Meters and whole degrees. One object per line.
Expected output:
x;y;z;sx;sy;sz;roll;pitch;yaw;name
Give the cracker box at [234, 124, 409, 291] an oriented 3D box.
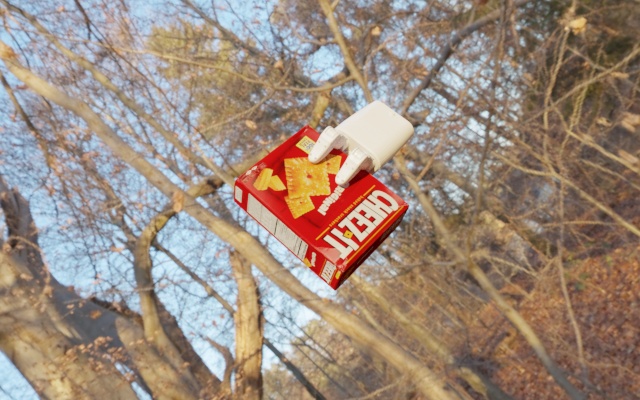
0.000;0.002;0.727;0.164;0.213;0.072;-41;-18;-30;cracker box
